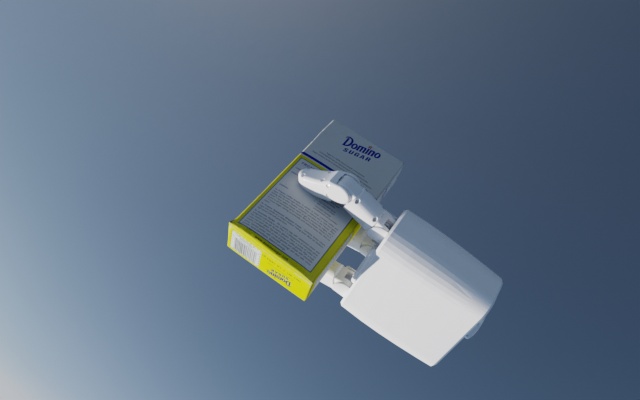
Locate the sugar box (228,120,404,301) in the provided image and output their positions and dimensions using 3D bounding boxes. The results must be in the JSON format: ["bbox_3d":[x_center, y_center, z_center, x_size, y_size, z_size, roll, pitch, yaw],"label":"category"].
[{"bbox_3d":[0.000,0.002,0.471,0.093,0.176,0.048,35,-37,11],"label":"sugar box"}]
